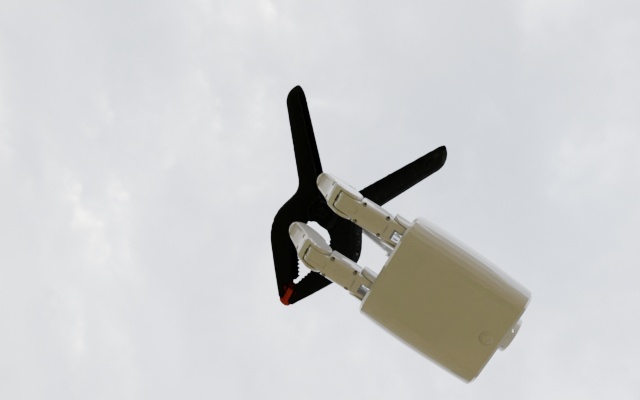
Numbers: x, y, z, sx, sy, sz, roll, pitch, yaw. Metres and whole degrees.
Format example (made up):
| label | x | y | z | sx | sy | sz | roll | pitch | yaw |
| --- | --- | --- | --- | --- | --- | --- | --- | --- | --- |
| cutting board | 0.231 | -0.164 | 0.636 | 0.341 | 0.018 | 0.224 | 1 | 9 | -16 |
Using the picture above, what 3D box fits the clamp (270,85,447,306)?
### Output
| label | x | y | z | sx | sy | sz | roll | pitch | yaw |
| --- | --- | --- | --- | --- | --- | --- | --- | --- | --- |
| clamp | 0.000 | 0.002 | 0.467 | 0.164 | 0.210 | 0.036 | 33 | 13 | 16 |
